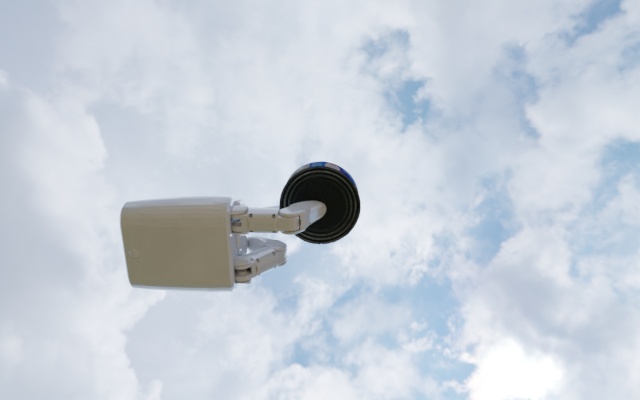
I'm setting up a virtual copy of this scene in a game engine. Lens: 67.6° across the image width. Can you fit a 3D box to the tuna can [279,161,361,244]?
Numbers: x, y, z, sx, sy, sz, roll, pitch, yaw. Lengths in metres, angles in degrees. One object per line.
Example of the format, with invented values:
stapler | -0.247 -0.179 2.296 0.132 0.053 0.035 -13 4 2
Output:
tuna can | 0.000 0.002 0.516 0.086 0.086 0.033 0 16 3
